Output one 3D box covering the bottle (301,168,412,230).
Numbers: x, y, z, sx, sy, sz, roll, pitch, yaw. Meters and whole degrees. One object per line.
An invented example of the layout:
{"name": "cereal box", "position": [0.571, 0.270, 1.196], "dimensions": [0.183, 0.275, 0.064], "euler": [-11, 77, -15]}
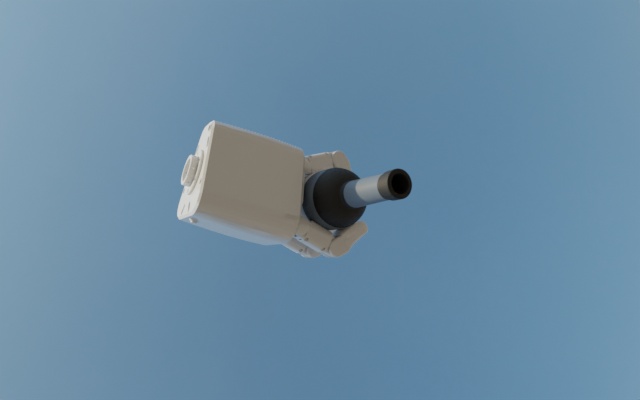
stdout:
{"name": "bottle", "position": [0.000, 0.002, 0.546], "dimensions": [0.069, 0.069, 0.296], "euler": [0, -6, -28]}
